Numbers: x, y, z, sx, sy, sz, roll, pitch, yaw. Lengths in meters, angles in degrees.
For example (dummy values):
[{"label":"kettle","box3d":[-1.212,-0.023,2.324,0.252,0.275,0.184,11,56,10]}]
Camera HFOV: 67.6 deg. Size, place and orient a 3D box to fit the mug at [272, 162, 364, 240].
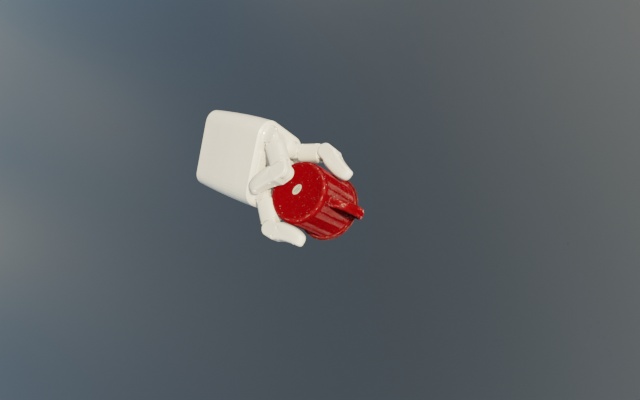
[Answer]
[{"label":"mug","box3d":[0.001,0.002,0.616,0.117,0.093,0.081,18,-5,33]}]
